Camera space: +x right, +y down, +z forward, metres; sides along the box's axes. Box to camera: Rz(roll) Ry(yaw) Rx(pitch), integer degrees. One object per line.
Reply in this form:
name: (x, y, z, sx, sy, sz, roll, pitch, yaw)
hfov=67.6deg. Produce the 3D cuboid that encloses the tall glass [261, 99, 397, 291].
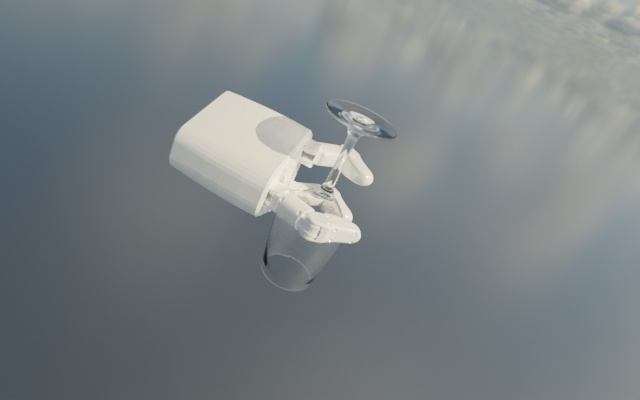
tall glass: (0.000, 0.001, 0.496, 0.079, 0.201, 0.079, 20, 28, -11)
